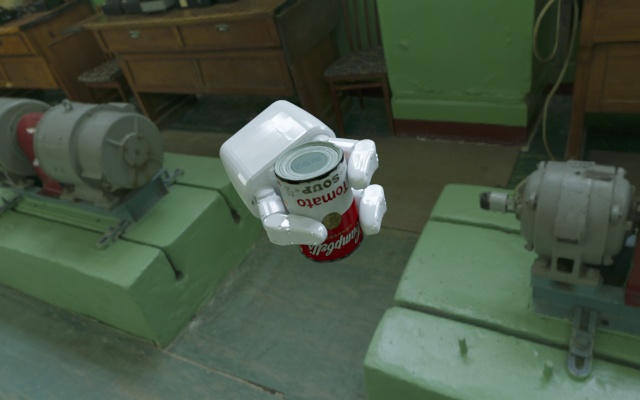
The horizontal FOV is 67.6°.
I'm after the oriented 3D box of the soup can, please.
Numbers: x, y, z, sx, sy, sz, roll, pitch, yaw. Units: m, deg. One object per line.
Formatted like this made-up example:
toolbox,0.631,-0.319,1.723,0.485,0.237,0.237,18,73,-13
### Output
soup can,0.000,0.002,0.462,0.068,0.102,0.068,-10,37,8
